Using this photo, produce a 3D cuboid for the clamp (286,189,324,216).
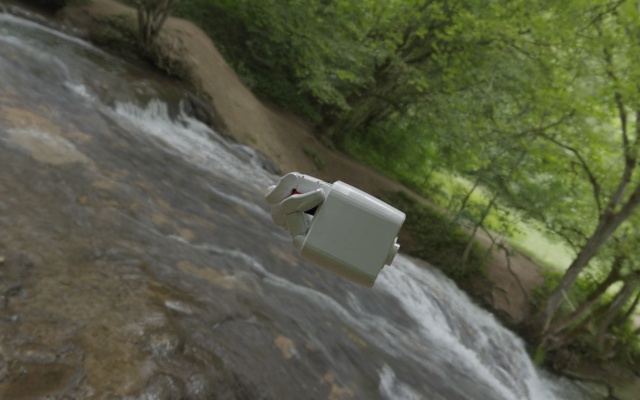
[{"bbox_3d":[0.000,0.002,0.741,0.120,0.039,0.171,26,13,9],"label":"clamp"}]
